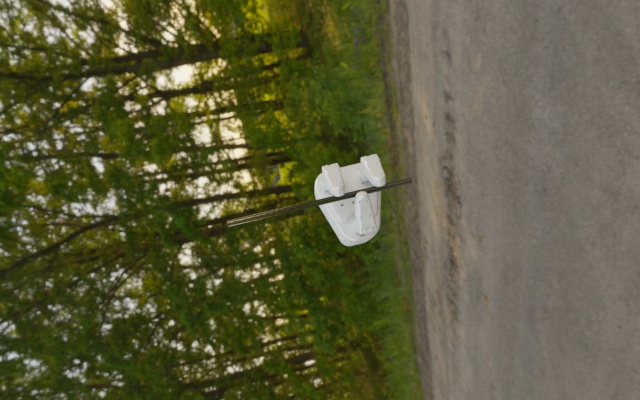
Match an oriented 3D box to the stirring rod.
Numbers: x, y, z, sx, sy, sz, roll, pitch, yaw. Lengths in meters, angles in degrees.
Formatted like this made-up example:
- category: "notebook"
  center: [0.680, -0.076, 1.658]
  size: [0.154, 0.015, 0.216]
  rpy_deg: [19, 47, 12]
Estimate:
- category: "stirring rod"
  center: [0.000, 0.002, 0.608]
  size: [0.239, 0.011, 0.011]
  rpy_deg: [-13, 1, -4]
